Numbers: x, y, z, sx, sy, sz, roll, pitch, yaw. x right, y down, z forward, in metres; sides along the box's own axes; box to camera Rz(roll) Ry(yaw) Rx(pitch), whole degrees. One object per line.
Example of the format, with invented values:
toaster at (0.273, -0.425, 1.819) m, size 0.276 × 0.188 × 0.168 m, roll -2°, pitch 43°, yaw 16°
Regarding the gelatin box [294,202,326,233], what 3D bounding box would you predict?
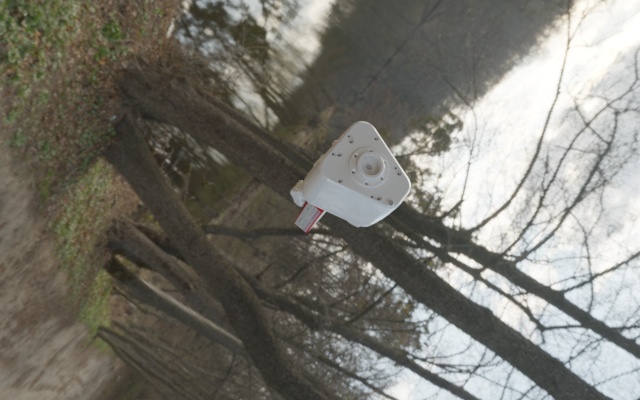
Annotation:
gelatin box at (0.000, 0.003, 0.738) m, size 0.030 × 0.073 × 0.089 m, roll 39°, pitch -31°, yaw 3°
